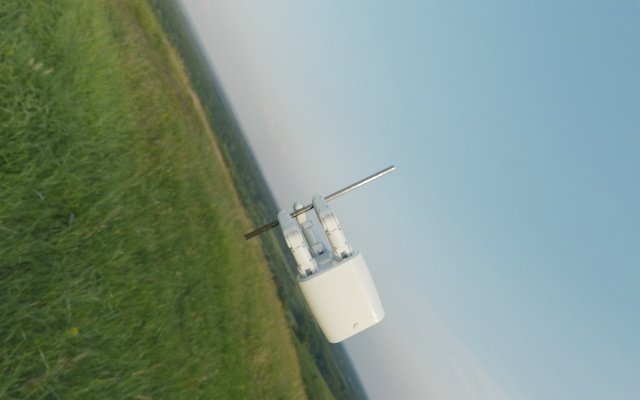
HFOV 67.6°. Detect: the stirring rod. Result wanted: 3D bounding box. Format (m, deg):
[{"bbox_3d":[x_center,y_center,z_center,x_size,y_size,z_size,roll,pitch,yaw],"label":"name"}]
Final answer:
[{"bbox_3d":[0.000,0.002,0.697,0.239,0.011,0.011,-25,2,-5],"label":"stirring rod"}]
